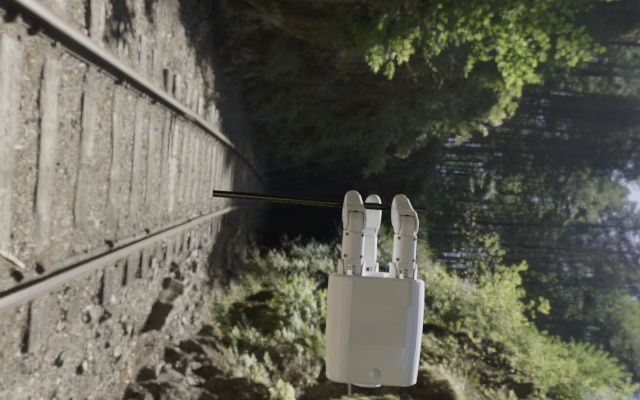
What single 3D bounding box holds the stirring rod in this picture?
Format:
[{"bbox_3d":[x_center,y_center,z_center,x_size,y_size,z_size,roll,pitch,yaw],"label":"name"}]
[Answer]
[{"bbox_3d":[0.000,0.002,0.538,0.239,0.011,0.011,5,0,-4],"label":"stirring rod"}]
